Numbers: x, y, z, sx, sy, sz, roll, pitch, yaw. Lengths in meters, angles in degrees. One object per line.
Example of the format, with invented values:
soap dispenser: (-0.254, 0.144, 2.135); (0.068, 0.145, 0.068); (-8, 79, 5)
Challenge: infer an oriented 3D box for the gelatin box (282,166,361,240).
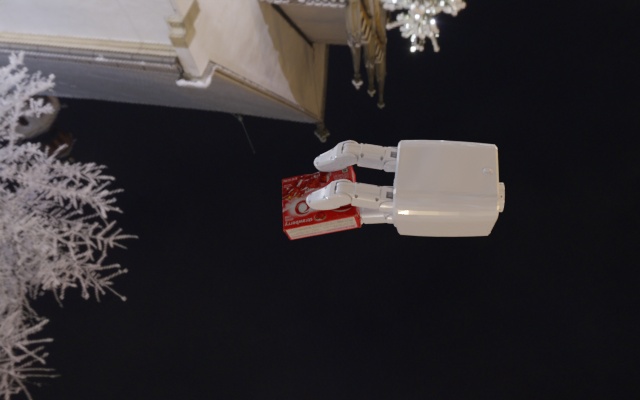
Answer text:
gelatin box: (0.000, 0.002, 0.566); (0.089, 0.073, 0.030); (-12, -34, 10)
